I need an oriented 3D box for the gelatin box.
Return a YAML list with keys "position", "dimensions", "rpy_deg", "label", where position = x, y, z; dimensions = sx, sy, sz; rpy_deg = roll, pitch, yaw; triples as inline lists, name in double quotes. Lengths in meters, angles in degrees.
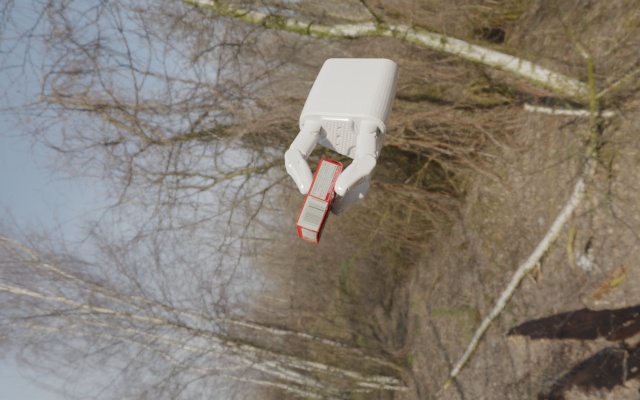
- position: [0.000, 0.002, 0.579]
  dimensions: [0.030, 0.089, 0.073]
  rpy_deg: [20, -15, 5]
  label: "gelatin box"
